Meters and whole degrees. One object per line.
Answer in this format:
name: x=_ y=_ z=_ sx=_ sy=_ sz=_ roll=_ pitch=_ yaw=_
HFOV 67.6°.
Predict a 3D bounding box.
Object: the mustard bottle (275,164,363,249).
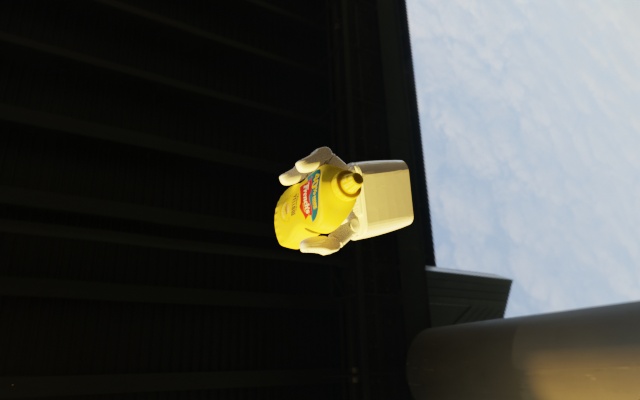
mustard bottle: x=0.000 y=0.002 z=0.683 sx=0.058 sy=0.096 sz=0.192 roll=18 pitch=-27 yaw=-26
